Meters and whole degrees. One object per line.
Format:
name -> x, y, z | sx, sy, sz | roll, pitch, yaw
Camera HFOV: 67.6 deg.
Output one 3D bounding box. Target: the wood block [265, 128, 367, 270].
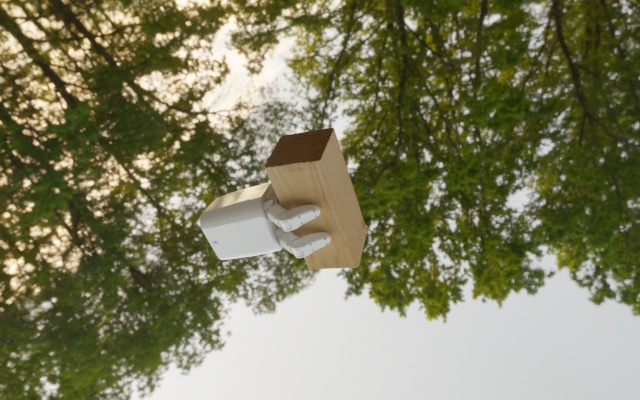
wood block -> 0.000, 0.002, 0.746 | 0.090, 0.206, 0.090 | -6, 37, 21
